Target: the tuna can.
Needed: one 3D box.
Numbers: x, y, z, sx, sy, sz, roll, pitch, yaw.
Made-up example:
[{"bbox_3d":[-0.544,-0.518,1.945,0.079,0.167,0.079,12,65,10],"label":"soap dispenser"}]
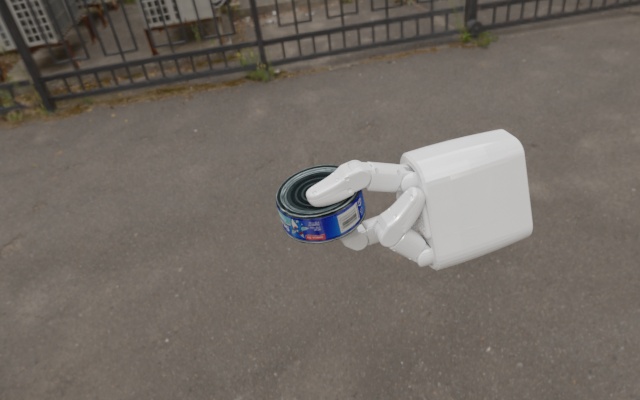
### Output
[{"bbox_3d":[0.000,0.001,0.469,0.086,0.034,0.086,-9,37,7],"label":"tuna can"}]
